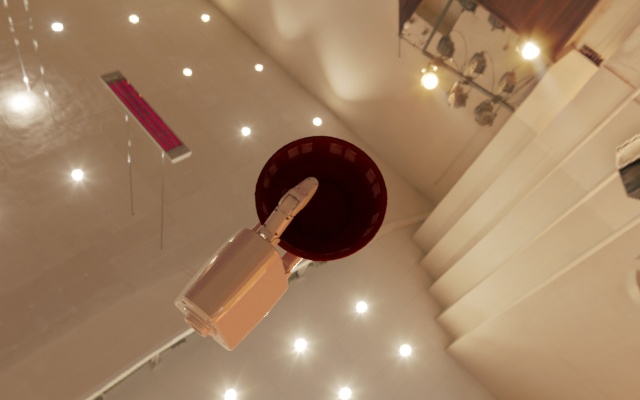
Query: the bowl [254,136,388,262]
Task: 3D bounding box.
[{"bbox_3d":[0.001,0.001,0.605,0.162,0.162,0.055,0,-18,-3],"label":"bowl"}]
